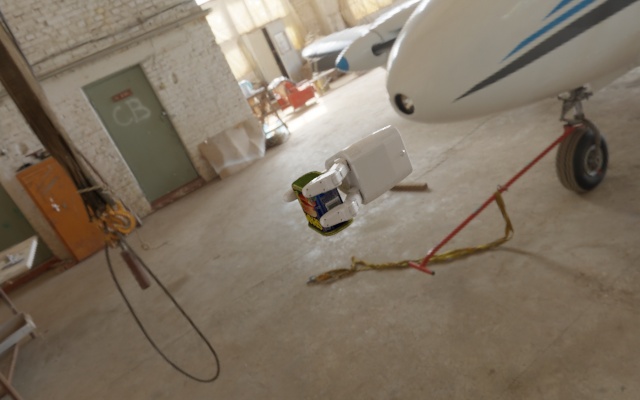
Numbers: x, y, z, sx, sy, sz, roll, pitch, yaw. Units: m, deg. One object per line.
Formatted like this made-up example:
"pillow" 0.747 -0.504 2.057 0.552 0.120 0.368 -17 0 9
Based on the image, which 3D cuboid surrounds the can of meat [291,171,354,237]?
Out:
"can of meat" 0.000 0.002 0.785 0.057 0.084 0.102 -30 20 -15
